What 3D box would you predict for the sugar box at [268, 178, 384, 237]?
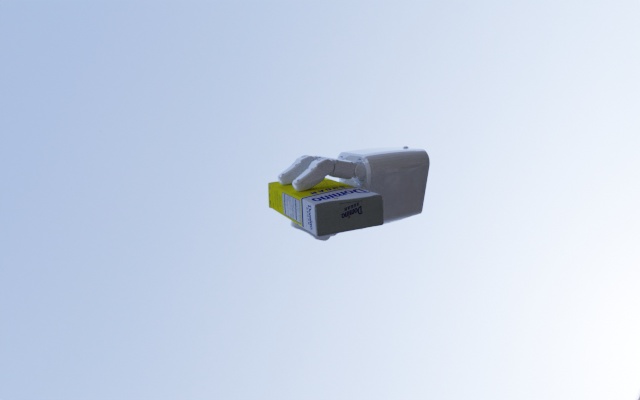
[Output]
[{"bbox_3d":[0.000,0.002,0.640,0.093,0.048,0.176,-8,11,-24],"label":"sugar box"}]
